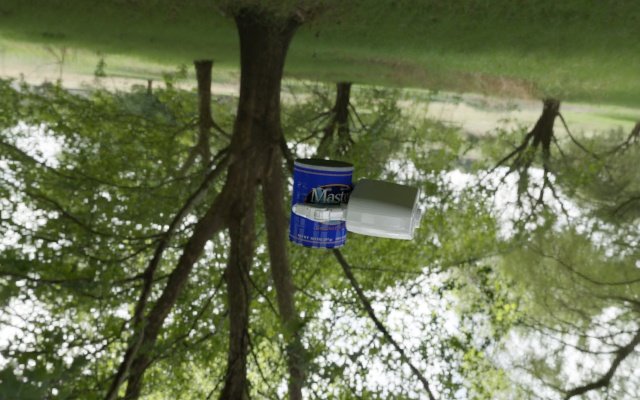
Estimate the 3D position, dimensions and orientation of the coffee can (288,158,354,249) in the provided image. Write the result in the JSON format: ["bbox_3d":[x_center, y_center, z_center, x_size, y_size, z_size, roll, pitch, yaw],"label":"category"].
[{"bbox_3d":[0.000,0.003,0.831,0.103,0.140,0.102,5,12,-1],"label":"coffee can"}]
